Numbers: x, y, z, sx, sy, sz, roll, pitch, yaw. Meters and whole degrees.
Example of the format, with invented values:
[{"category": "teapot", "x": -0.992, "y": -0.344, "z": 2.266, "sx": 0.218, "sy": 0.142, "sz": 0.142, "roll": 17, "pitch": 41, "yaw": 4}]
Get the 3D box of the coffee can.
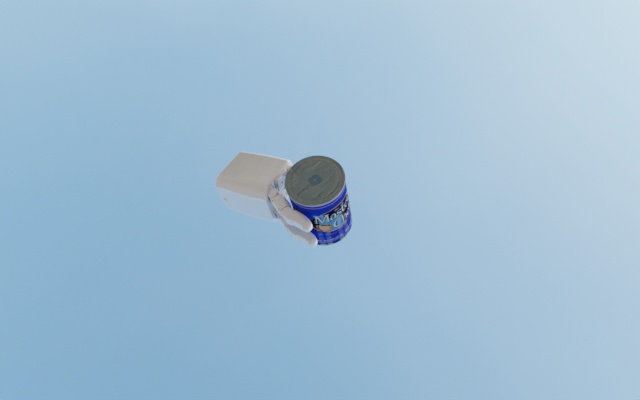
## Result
[{"category": "coffee can", "x": 0.000, "y": 0.003, "z": 0.851, "sx": 0.103, "sy": 0.102, "sz": 0.140, "roll": 0, "pitch": -33, "yaw": 10}]
